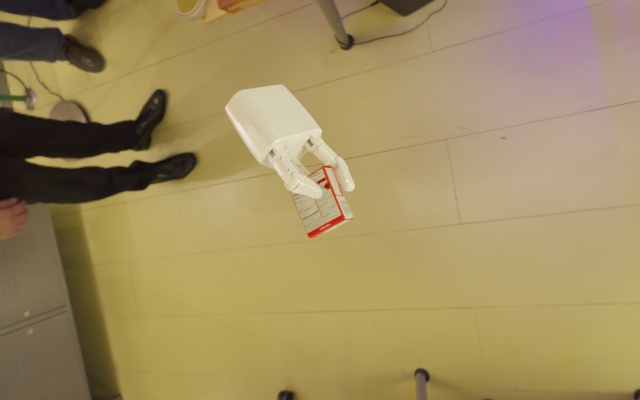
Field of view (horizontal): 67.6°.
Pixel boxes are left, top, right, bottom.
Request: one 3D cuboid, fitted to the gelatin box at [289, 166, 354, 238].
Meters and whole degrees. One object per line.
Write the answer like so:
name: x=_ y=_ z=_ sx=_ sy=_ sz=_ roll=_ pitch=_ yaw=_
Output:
gelatin box: x=0.000 y=0.003 z=0.721 sx=0.073 sy=0.089 sz=0.030 roll=-30 pitch=-15 yaw=31
